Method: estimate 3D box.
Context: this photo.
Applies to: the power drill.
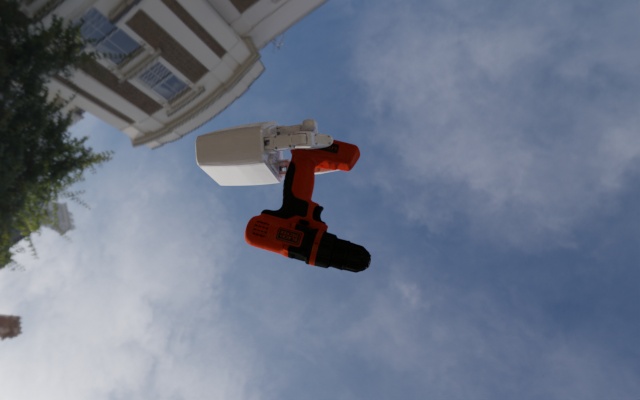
[{"bbox_3d":[0.000,0.002,0.701,0.184,0.187,0.057,15,-20,5],"label":"power drill"}]
